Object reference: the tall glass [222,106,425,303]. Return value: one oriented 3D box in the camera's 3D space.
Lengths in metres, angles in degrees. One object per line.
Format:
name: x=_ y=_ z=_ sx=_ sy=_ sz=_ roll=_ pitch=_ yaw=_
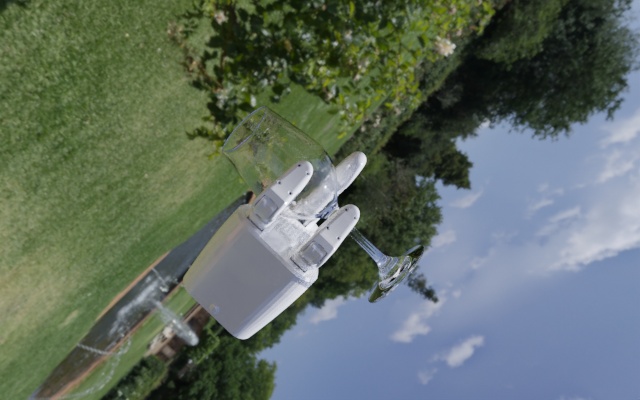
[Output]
tall glass: x=0.001 y=0.002 z=0.453 sx=0.201 sy=0.079 sz=0.079 roll=44 pitch=0 yaw=0
